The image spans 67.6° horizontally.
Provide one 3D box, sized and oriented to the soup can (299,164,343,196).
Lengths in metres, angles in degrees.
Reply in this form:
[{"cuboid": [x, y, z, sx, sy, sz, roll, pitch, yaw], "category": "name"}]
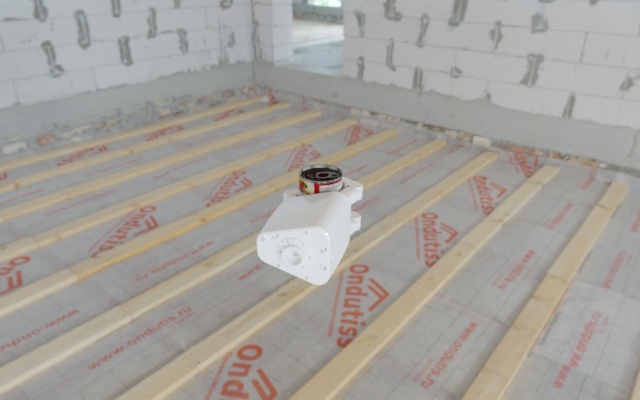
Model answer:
[{"cuboid": [0.000, 0.003, 0.753, 0.068, 0.102, 0.068, 1, 27, 0], "category": "soup can"}]
